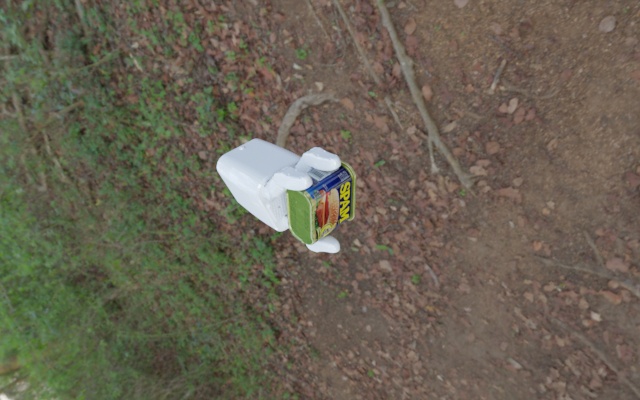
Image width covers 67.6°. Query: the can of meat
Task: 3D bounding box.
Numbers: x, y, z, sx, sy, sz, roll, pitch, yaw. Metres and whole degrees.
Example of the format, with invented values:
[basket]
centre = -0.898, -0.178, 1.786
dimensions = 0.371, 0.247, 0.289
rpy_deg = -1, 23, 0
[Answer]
[can of meat]
centre = 0.000, 0.002, 0.664
dimensions = 0.084, 0.102, 0.057
rpy_deg = -33, 50, -32
